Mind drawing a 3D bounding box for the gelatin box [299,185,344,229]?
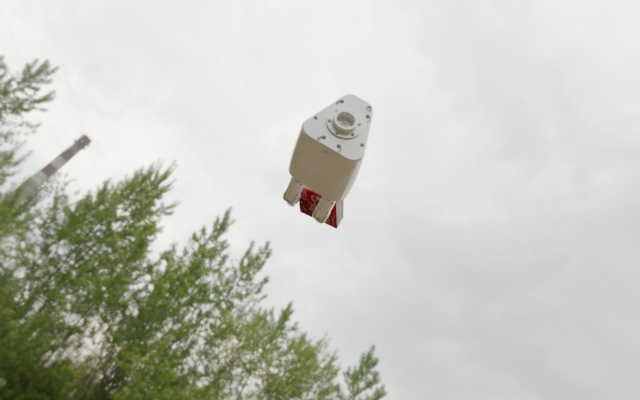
[{"bbox_3d":[0.000,0.002,0.787,0.073,0.030,0.089,24,-27,16],"label":"gelatin box"}]
